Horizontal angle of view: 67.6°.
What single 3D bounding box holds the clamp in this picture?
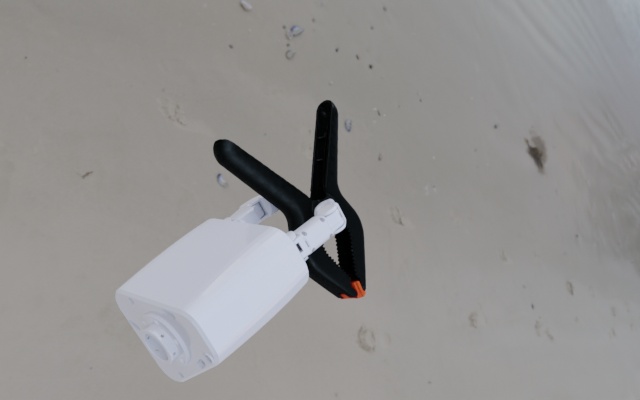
[{"bbox_3d":[0.001,0.002,0.493,0.036,0.210,0.164,-14,19,47],"label":"clamp"}]
